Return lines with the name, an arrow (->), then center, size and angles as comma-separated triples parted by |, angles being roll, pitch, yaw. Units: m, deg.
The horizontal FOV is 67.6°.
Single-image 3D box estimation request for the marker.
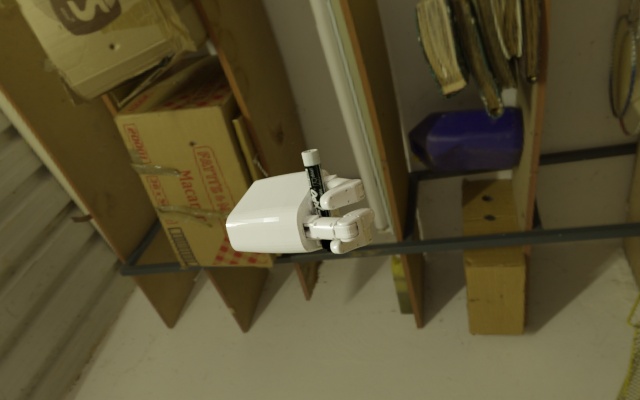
marker -> 0.000, 0.002, 0.550 | 0.020, 0.121, 0.020 | -11, 14, 3
